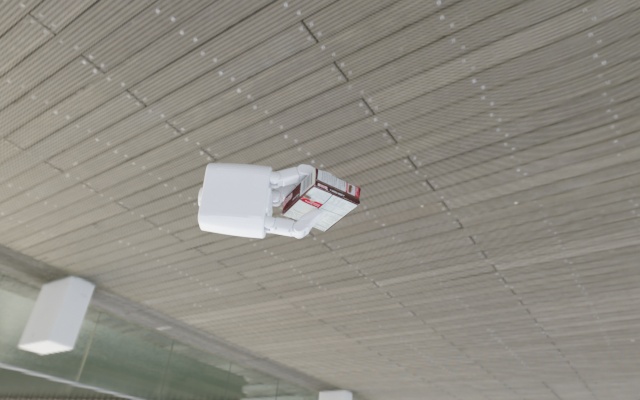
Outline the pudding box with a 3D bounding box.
[{"bbox_3d":[0.000,0.003,0.803,0.090,0.039,0.113,22,-36,-23],"label":"pudding box"}]
